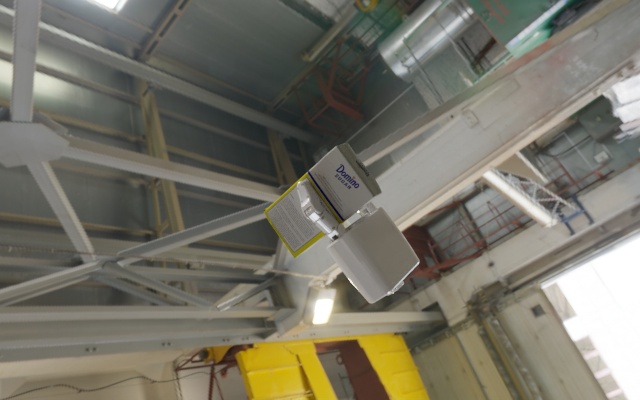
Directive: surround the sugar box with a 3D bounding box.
[{"bbox_3d":[0.000,0.002,0.727,0.176,0.093,0.048,-38,-7,28],"label":"sugar box"}]
